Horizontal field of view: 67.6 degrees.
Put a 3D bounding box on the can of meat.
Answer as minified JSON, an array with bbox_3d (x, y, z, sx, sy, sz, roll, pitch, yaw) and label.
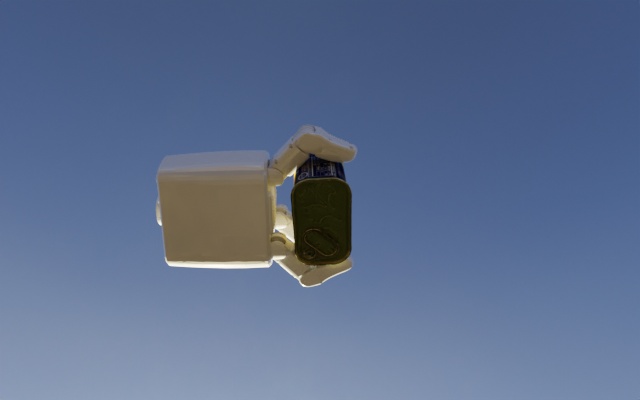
[{"bbox_3d":[0.000,0.001,0.495,0.057,0.102,0.084,-3,32,-1],"label":"can of meat"}]
